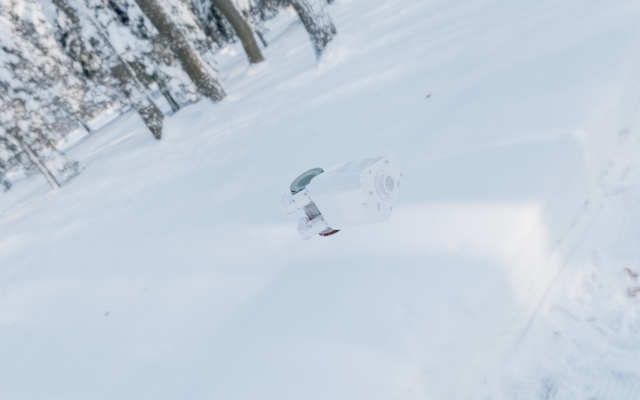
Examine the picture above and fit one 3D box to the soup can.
[{"bbox_3d":[0.000,0.002,0.827,0.068,0.102,0.068,-27,24,13],"label":"soup can"}]
